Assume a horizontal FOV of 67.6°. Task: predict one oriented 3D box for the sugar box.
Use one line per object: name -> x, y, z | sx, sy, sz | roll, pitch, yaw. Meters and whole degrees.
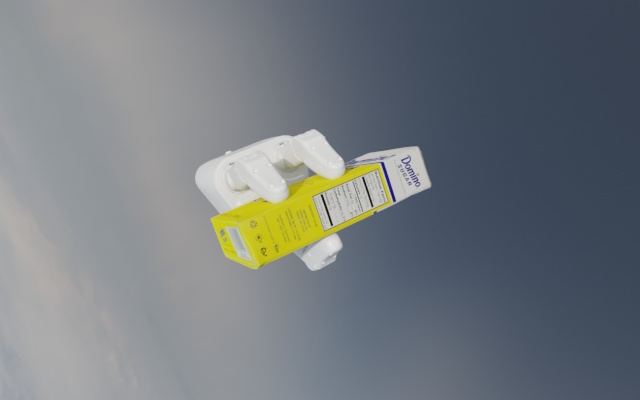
sugar box -> 0.000, 0.001, 0.425 | 0.176, 0.048, 0.093 | -26, 12, -23
